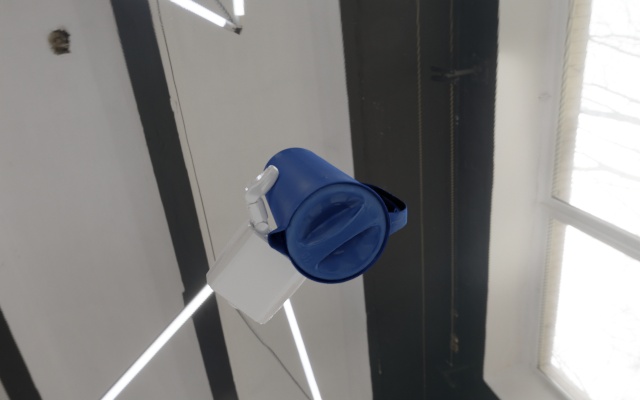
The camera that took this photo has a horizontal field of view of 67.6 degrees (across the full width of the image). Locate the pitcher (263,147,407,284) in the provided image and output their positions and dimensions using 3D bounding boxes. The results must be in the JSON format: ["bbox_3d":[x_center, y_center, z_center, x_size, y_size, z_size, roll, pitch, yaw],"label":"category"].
[{"bbox_3d":[0.000,0.002,0.675,0.149,0.145,0.242,36,6,-26],"label":"pitcher"}]
